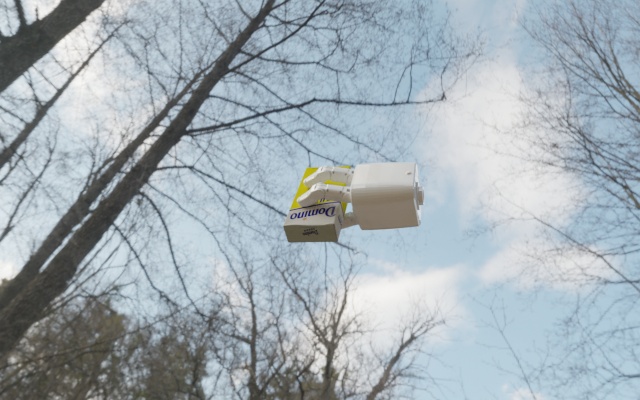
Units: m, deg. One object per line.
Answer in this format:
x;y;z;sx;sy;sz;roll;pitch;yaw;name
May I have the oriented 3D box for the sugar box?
0.000;0.002;0.869;0.093;0.048;0.176;-2;35;16;sugar box
